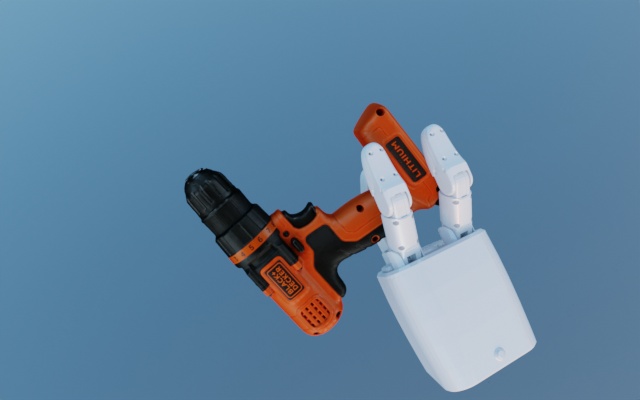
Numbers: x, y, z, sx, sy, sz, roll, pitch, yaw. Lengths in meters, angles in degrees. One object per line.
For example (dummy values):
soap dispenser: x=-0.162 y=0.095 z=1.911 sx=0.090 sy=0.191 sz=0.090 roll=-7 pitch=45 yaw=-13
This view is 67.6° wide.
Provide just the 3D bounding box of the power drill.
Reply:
power drill: x=0.001 y=0.001 z=0.425 sx=0.187 sy=0.184 sz=0.057 roll=-41 pitch=12 yaw=1
